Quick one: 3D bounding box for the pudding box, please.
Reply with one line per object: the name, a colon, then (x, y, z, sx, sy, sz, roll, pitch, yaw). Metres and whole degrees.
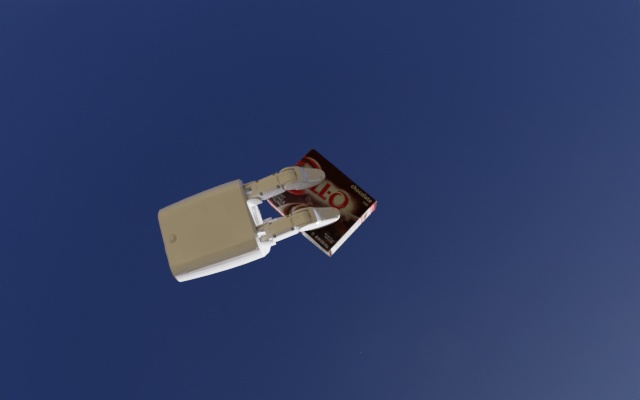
pudding box: (0.000, 0.002, 0.606, 0.113, 0.090, 0.039, 41, -12, 14)
